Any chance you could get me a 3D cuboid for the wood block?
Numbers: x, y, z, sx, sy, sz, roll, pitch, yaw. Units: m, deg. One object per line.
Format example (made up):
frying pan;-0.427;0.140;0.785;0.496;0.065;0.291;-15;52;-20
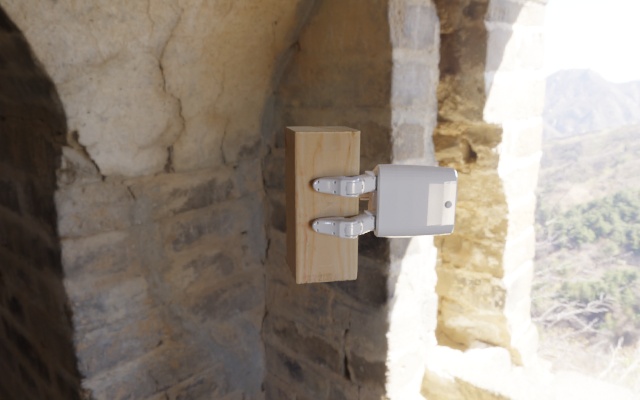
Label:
wood block;0.000;0.002;0.675;0.090;0.206;0.090;-2;13;-11
